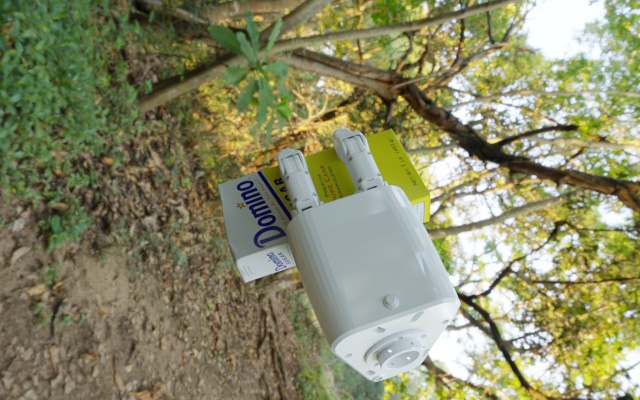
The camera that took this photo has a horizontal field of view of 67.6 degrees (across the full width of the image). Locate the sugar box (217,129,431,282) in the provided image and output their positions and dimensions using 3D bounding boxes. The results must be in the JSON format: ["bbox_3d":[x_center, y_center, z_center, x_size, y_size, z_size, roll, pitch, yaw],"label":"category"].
[{"bbox_3d":[0.000,0.001,0.437,0.176,0.093,0.048,-17,-40,-6],"label":"sugar box"}]
